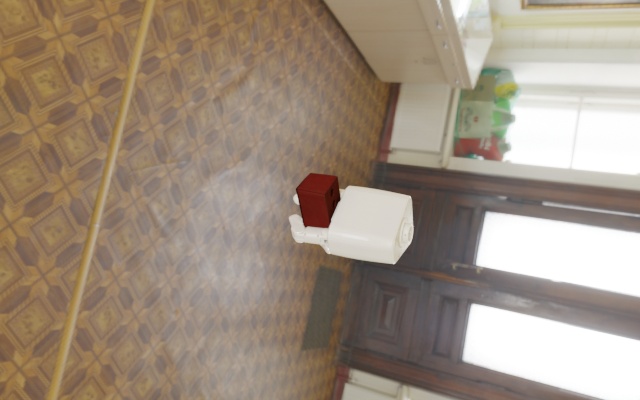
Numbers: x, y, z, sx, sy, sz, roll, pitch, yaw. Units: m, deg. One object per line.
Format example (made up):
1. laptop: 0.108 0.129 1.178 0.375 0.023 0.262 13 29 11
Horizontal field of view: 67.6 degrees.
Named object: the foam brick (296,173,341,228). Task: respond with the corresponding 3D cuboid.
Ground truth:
1. foam brick: 0.000 0.002 0.766 0.051 0.078 0.053 9 39 26
